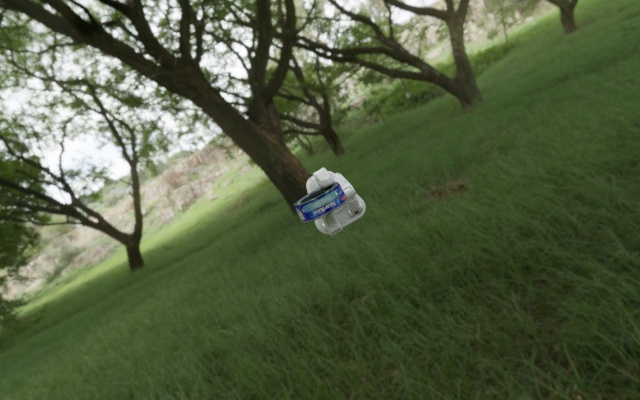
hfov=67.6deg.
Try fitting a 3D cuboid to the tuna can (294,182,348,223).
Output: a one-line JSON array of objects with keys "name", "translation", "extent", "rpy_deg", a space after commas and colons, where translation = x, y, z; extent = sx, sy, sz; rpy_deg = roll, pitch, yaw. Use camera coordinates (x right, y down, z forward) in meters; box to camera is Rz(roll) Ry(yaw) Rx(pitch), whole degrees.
[{"name": "tuna can", "translation": [0.000, 0.002, 0.796], "extent": [0.086, 0.034, 0.086], "rpy_deg": [-26, 9, 5]}]
